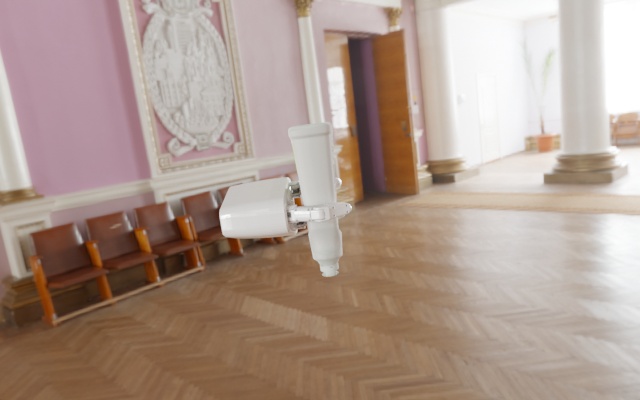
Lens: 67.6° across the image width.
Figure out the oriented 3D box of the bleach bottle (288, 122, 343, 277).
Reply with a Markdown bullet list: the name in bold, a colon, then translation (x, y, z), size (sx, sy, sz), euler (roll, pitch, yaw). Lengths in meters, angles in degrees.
- **bleach bottle**: translation (0.000, 0.002, 0.773), size (0.068, 0.251, 0.102), euler (-7, 10, 4)
